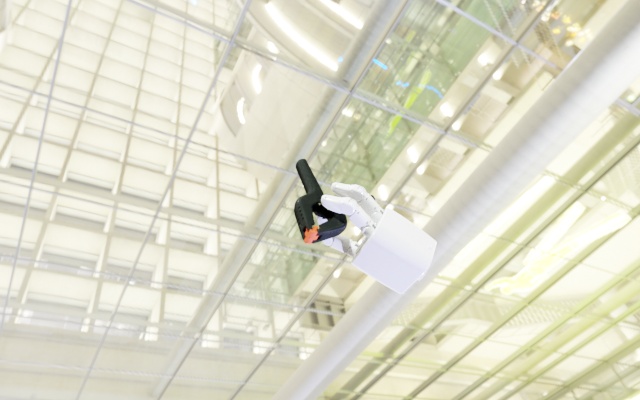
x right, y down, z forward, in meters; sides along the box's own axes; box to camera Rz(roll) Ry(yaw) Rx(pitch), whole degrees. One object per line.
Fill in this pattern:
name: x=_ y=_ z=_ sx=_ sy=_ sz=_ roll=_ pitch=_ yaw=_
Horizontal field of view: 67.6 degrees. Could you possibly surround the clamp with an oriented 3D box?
clamp: x=0.000 y=0.004 z=0.829 sx=0.164 sy=0.036 sz=0.210 roll=31 pitch=32 yaw=5
